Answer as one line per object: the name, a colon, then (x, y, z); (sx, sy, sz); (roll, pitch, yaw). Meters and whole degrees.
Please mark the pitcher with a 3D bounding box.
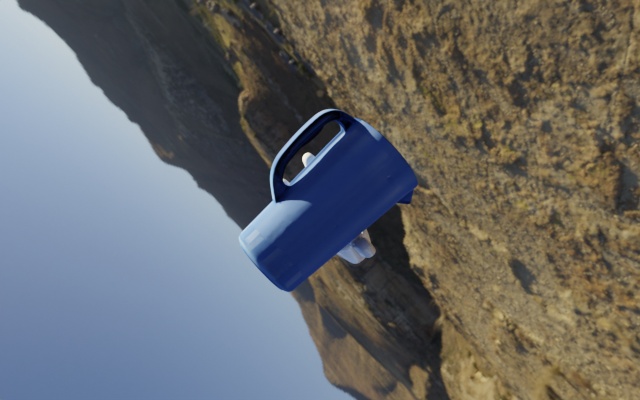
pitcher: (0.000, 0.002, 0.667); (0.149, 0.243, 0.145); (46, -4, 23)
